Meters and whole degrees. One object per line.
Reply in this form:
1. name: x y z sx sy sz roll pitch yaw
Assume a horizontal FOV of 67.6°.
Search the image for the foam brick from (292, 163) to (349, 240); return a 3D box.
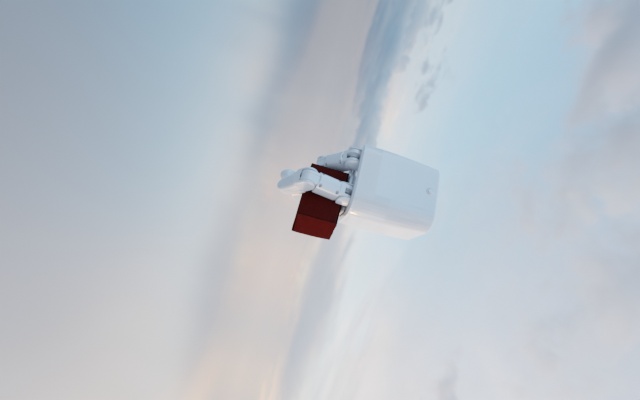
1. foam brick: 0.000 0.002 0.609 0.051 0.078 0.053 17 -29 -3
